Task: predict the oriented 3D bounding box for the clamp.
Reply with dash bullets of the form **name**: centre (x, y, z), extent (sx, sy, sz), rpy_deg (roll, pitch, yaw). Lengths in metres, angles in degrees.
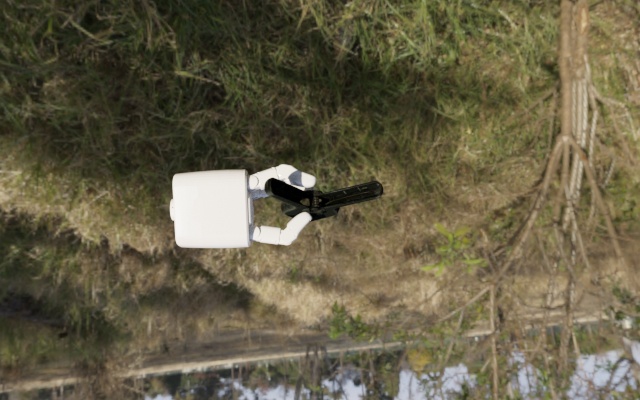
- **clamp**: centre (0.000, 0.003, 0.734), extent (0.164, 0.036, 0.210), rpy_deg (1, -13, -4)
